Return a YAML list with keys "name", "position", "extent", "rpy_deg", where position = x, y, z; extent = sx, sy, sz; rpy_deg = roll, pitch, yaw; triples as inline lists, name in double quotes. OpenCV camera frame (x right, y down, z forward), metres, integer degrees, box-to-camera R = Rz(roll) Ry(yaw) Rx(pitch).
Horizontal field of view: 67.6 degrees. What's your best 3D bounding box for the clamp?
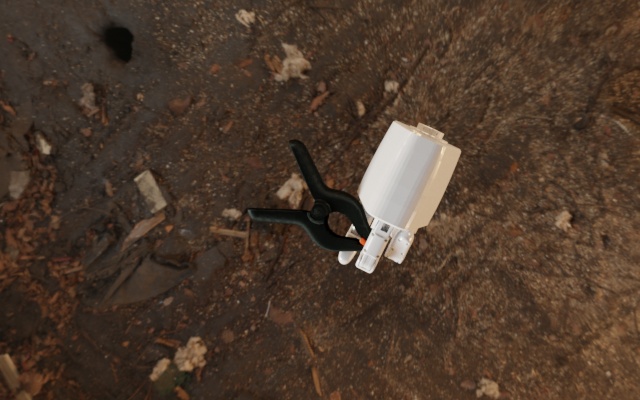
- name: "clamp"
  position: [0.000, 0.002, 0.612]
  extent: [0.171, 0.120, 0.039]
  rpy_deg: [25, 15, 7]
